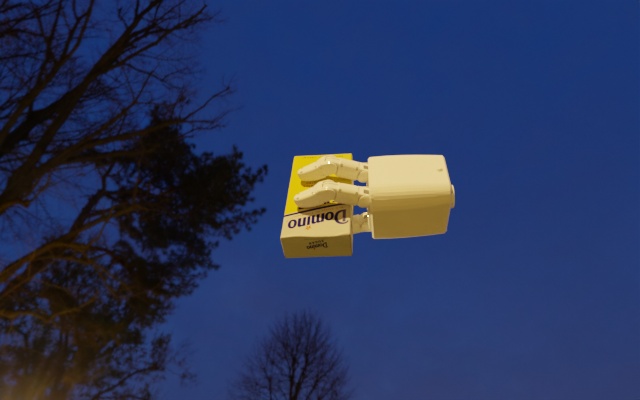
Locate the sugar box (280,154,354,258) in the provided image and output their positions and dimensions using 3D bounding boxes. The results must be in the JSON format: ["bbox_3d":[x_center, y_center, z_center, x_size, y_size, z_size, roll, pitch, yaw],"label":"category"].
[{"bbox_3d":[0.000,0.002,0.681,0.093,0.048,0.176,-3,39,7],"label":"sugar box"}]
